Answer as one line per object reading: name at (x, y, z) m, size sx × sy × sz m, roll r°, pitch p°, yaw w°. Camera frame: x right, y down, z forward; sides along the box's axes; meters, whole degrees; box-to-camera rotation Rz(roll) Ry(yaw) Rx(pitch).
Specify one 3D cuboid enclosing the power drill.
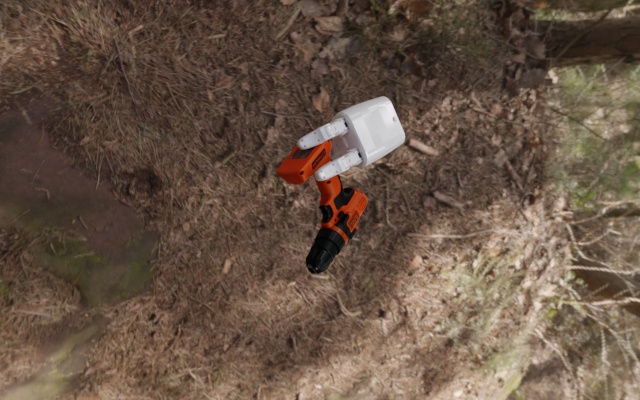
power drill at (0.000, 0.002, 0.791) m, size 0.057 × 0.188 × 0.184 m, roll 1°, pitch 43°, yaw 35°
